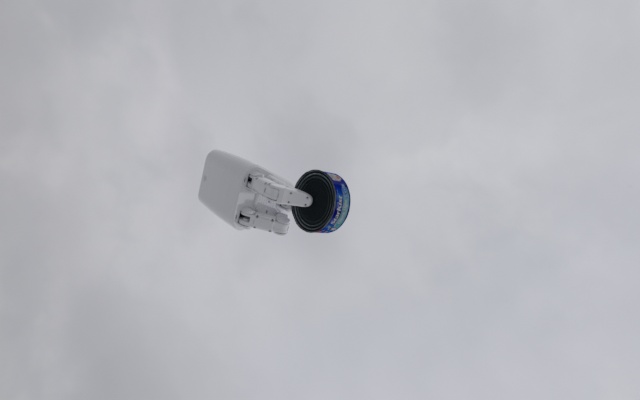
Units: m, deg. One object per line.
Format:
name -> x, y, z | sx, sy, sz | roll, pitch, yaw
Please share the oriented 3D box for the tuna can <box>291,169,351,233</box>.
tuna can -> 0.001, 0.002, 0.652 | 0.034, 0.086, 0.086 | 7, -5, -44
